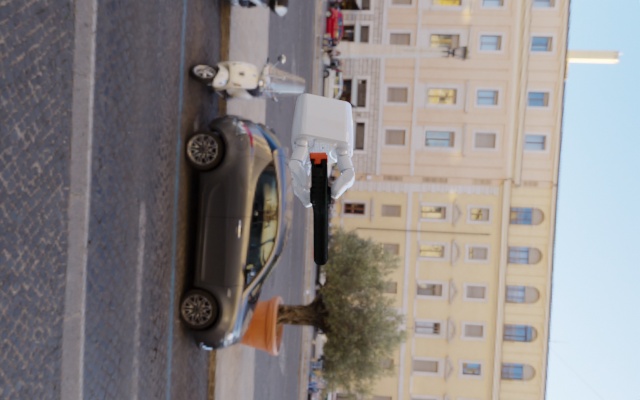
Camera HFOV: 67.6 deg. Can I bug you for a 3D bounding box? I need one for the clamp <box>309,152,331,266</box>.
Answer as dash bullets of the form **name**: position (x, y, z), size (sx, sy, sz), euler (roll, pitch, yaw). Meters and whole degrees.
- **clamp**: position (0.001, 0.002, 0.812), size (0.036, 0.164, 0.210), euler (0, -32, 2)
